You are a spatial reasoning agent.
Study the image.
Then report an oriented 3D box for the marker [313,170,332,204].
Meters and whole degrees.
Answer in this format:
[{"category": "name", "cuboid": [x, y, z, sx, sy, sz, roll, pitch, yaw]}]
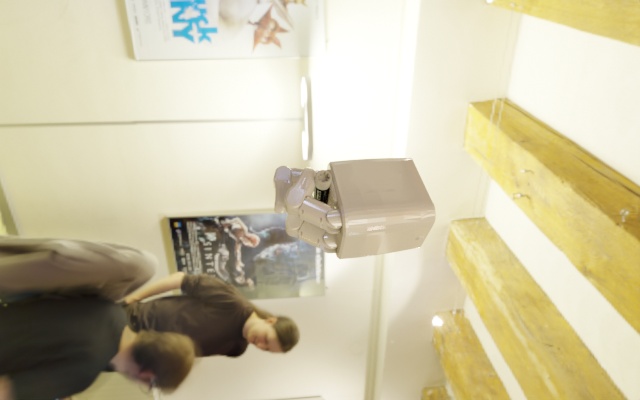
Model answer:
[{"category": "marker", "cuboid": [0.000, 0.002, 0.588, 0.020, 0.020, 0.121, 0, -29, -4]}]
